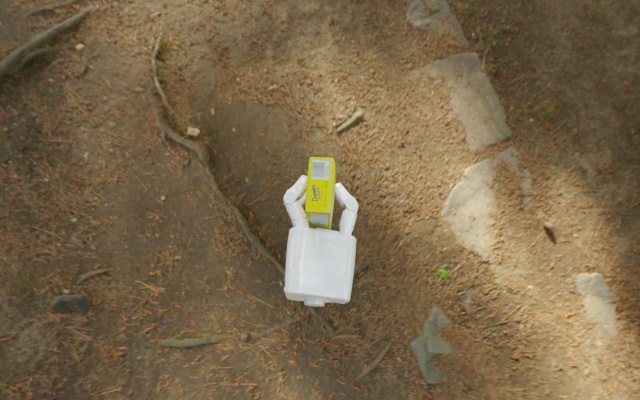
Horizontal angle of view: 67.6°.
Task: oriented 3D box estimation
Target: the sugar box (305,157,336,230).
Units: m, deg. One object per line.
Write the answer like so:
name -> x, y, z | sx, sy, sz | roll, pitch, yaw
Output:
sugar box -> 0.000, 0.003, 0.811 | 0.048, 0.093, 0.176 | 5, -19, 0
